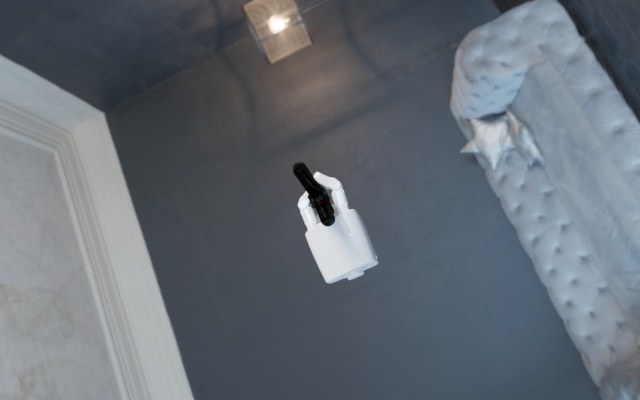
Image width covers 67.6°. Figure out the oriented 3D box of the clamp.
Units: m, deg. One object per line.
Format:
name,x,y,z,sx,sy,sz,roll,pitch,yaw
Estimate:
clamp,0.000,0.003,0.863,0.039,0.120,0.171,-25,-15,7
